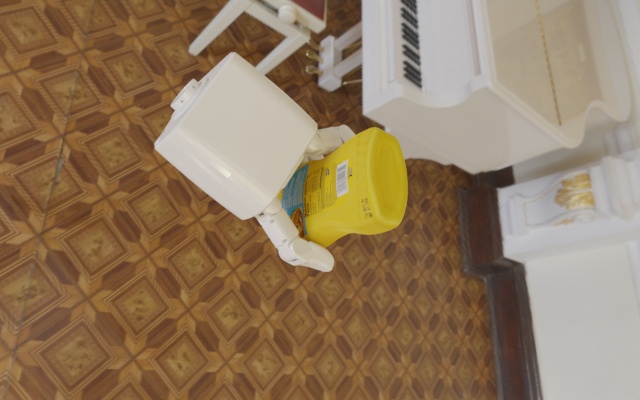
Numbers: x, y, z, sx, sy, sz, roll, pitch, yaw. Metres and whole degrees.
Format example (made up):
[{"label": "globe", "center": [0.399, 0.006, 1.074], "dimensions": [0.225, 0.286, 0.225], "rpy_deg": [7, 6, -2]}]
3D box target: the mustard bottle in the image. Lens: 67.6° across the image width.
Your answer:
[{"label": "mustard bottle", "center": [0.001, 0.002, 0.497], "dimensions": [0.058, 0.096, 0.192], "rpy_deg": [17, -26, -38]}]
